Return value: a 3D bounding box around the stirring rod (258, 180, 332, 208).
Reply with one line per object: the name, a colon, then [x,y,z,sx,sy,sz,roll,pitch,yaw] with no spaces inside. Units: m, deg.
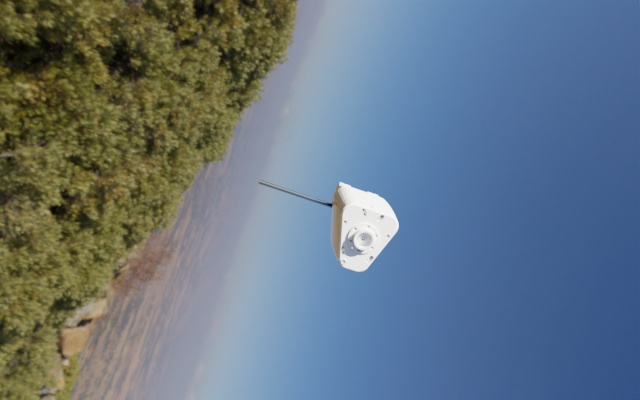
stirring rod: [0.000,0.003,0.893,0.239,0.011,0.011,19,-3,-8]
